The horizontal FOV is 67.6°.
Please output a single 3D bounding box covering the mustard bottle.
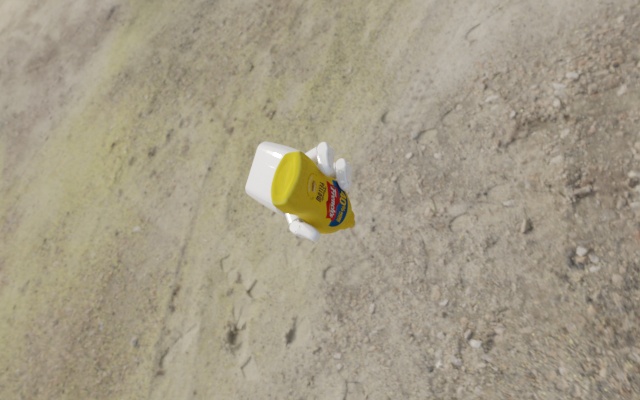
[{"bbox_3d":[0.000,0.003,0.799,0.058,0.096,0.192,-7,-29,37],"label":"mustard bottle"}]
